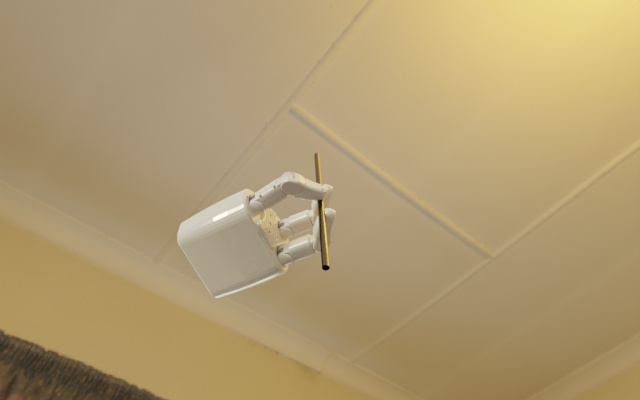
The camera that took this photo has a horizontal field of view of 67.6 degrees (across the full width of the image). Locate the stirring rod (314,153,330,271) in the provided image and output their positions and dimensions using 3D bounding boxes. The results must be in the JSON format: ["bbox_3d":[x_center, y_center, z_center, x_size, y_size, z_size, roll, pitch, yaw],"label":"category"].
[{"bbox_3d":[0.000,0.002,0.592,0.011,0.011,0.239,0,34,-3],"label":"stirring rod"}]
